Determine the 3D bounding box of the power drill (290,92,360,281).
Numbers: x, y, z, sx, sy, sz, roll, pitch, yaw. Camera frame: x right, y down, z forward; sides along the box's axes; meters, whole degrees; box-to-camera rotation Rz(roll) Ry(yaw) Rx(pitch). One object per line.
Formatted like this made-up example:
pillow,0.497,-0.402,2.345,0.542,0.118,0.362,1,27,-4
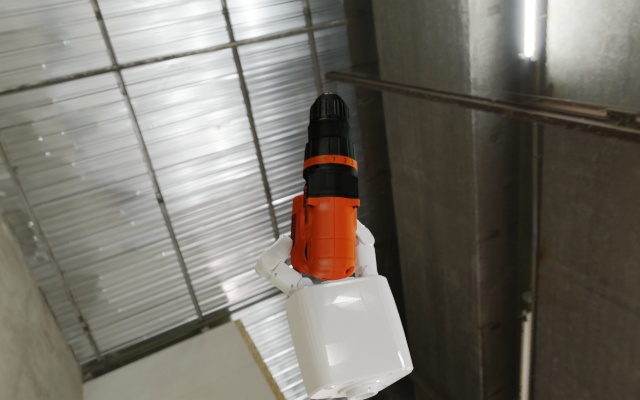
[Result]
power drill,0.000,0.002,0.519,0.057,0.184,0.188,3,-17,-5
